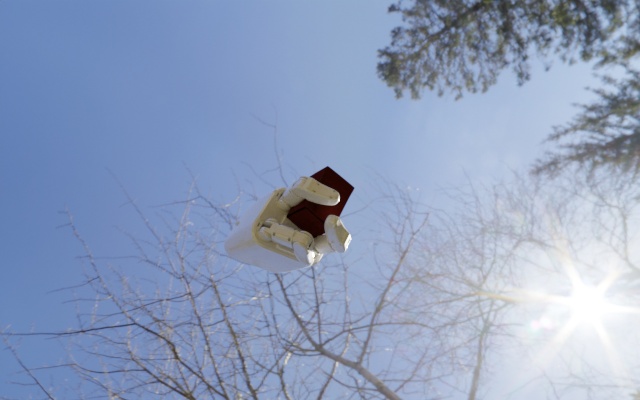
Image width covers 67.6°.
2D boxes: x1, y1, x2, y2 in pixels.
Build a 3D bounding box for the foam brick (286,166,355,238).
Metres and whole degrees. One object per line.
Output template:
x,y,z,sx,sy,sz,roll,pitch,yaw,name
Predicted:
0.000,0.002,0.656,0.053,0.078,0.051,40,-34,-16,foam brick
